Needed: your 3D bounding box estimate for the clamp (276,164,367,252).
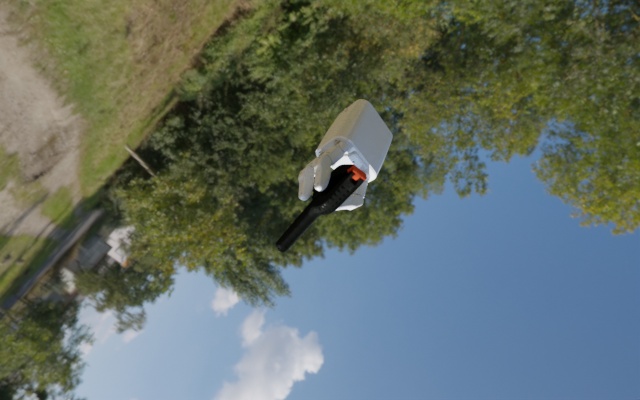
[{"bbox_3d":[0.001,0.003,0.808,0.036,0.164,0.210,35,-31,-17],"label":"clamp"}]
